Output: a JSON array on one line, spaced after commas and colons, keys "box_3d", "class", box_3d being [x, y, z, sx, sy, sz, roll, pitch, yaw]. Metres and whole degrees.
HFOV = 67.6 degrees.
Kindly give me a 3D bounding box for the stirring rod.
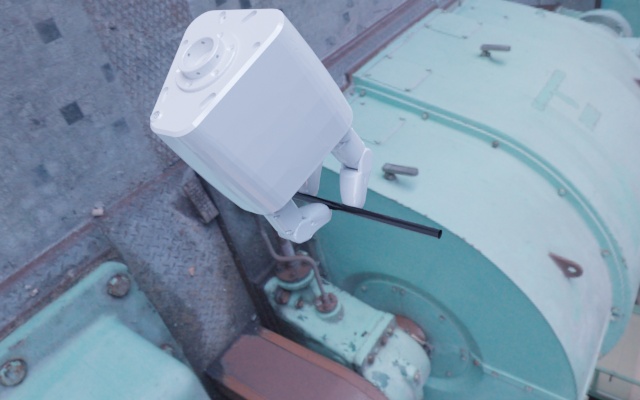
[{"box_3d": [0.000, 0.001, 0.448, 0.239, 0.011, 0.011, 15, 9, 35], "class": "stirring rod"}]
